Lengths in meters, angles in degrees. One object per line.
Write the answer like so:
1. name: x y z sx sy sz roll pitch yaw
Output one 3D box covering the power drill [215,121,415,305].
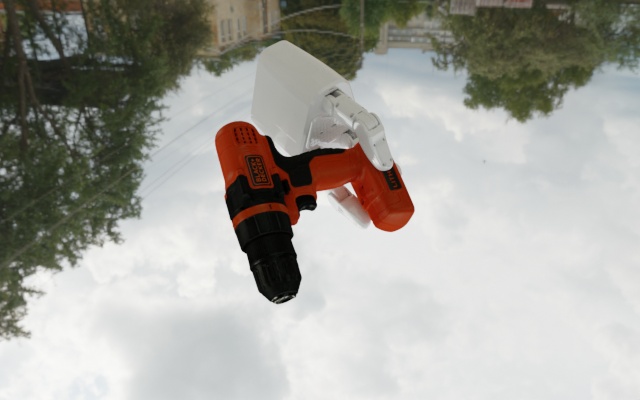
1. power drill: 0.000 0.001 0.473 0.187 0.184 0.057 -4 -27 -32
